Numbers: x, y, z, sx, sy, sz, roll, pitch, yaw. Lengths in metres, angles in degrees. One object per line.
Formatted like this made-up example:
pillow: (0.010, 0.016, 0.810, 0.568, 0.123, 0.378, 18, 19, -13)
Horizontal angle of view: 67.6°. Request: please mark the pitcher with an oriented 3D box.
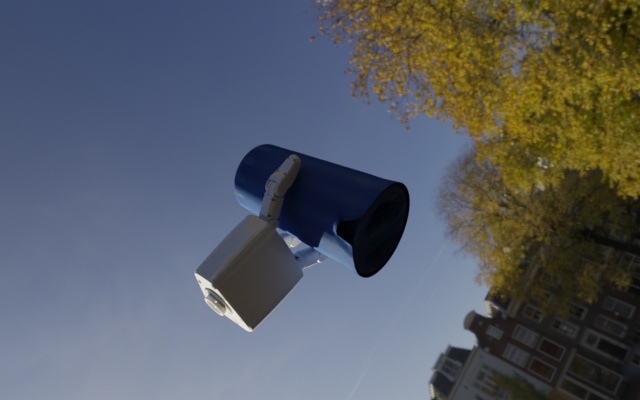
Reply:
pitcher: (0.000, 0.002, 0.689, 0.242, 0.145, 0.149, 24, -31, 33)
